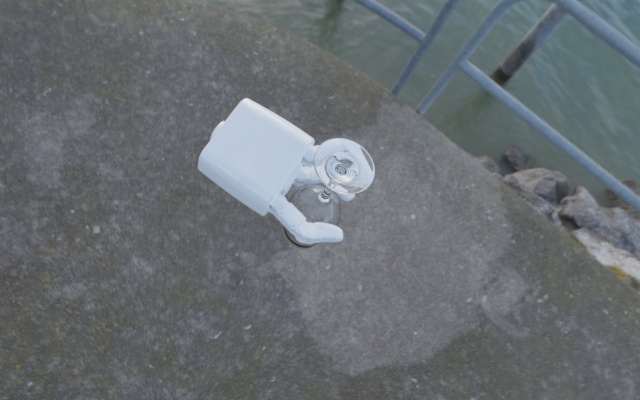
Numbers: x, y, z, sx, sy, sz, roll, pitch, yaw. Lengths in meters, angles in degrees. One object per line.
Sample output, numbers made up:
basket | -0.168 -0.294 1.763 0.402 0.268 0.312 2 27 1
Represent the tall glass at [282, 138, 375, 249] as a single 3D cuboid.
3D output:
tall glass | 0.000 0.002 0.633 0.079 0.079 0.201 0 -26 -18
